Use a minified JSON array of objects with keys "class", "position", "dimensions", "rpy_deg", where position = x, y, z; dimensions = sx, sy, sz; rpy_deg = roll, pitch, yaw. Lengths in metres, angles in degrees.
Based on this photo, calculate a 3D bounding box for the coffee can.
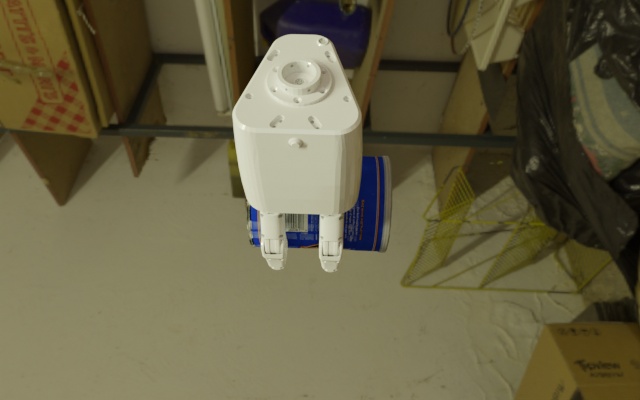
[{"class":"coffee can","position":[0.000,0.002,0.508],"dimensions":[0.140,0.103,0.103],"rpy_deg":[2,0,1]}]
